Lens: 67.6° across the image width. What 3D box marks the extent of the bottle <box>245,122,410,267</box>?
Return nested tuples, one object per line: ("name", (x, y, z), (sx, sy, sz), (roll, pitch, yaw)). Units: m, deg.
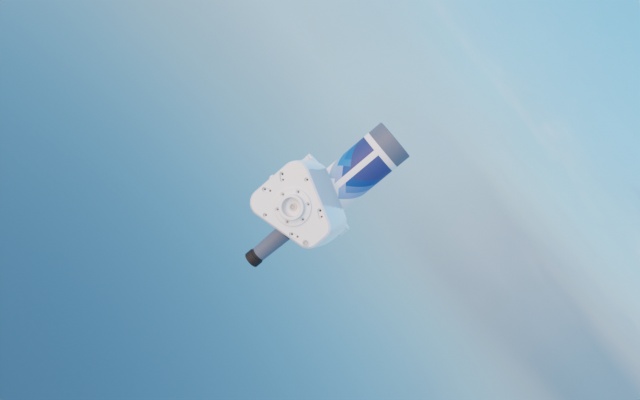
("bottle", (0.000, 0.002, 0.732), (0.296, 0.069, 0.069), (-40, -9, 11))
